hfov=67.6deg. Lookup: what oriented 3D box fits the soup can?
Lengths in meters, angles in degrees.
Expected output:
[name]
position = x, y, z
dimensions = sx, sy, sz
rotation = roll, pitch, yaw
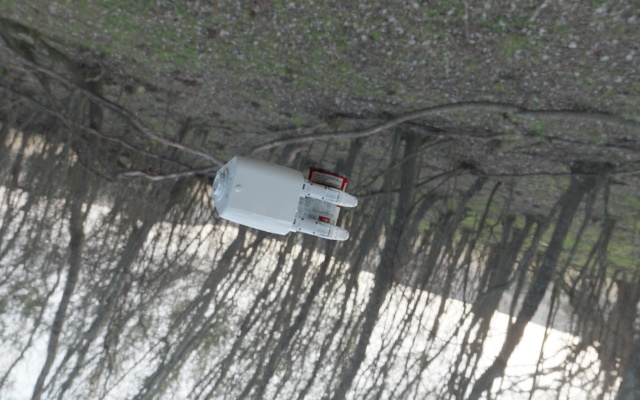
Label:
[soup can]
position = 0.000, 0.003, 0.777
dimensions = 0.068, 0.102, 0.068
rotation = 15, -2, 1
